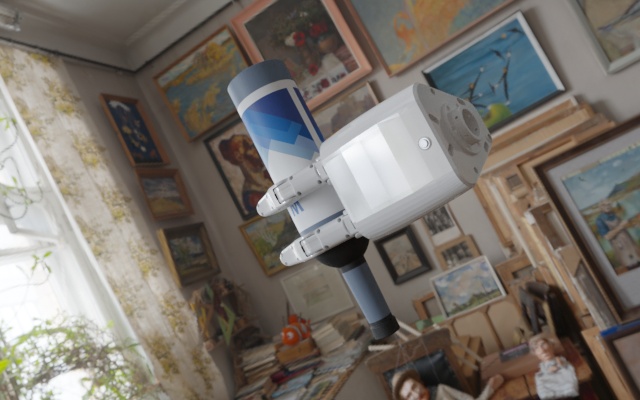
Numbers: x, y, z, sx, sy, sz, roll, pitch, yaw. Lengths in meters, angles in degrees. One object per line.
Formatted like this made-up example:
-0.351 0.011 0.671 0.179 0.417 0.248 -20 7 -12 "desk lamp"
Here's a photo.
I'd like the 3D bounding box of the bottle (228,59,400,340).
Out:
0.000 0.001 0.486 0.069 0.295 0.069 -27 -5 -3 "bottle"
